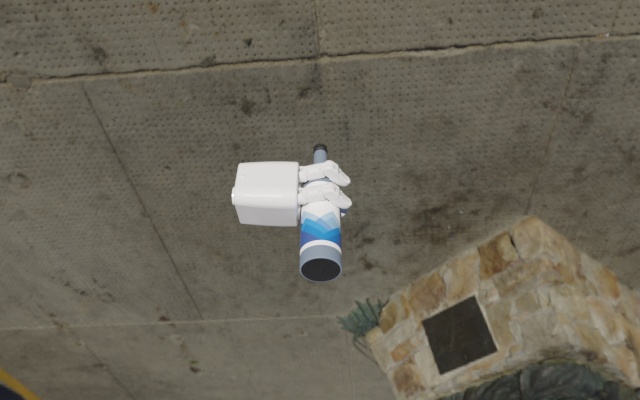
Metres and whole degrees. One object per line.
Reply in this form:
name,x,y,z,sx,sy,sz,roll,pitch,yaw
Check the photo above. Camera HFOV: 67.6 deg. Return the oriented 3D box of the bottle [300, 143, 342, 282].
bottle,0.000,0.003,0.843,0.069,0.295,0.069,0,-44,0
